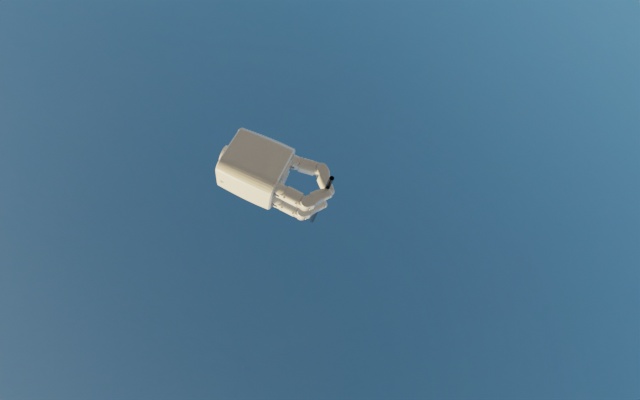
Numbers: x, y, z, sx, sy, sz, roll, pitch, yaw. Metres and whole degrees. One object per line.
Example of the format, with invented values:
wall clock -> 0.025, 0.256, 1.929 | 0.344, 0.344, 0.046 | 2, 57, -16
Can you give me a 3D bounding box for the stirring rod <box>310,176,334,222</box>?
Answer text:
stirring rod -> 0.000, 0.003, 0.885 | 0.011, 0.011, 0.240 | 0, -19, -9
